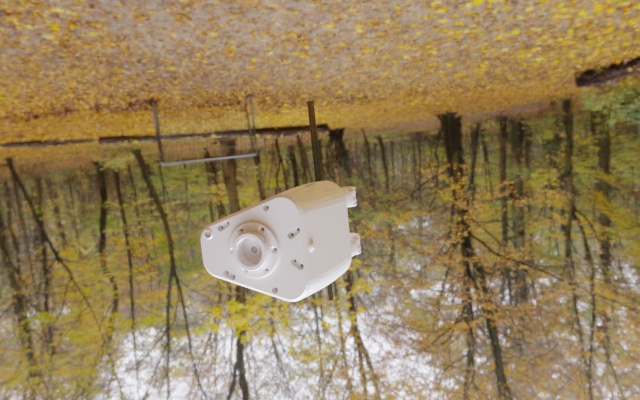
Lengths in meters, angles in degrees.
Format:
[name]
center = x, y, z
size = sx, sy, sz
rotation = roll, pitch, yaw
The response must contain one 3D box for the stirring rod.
[stirring rod]
center = 0.000, 0.002, 0.575
size = 0.011, 0.239, 0.011
rotation = -6, 5, 0
